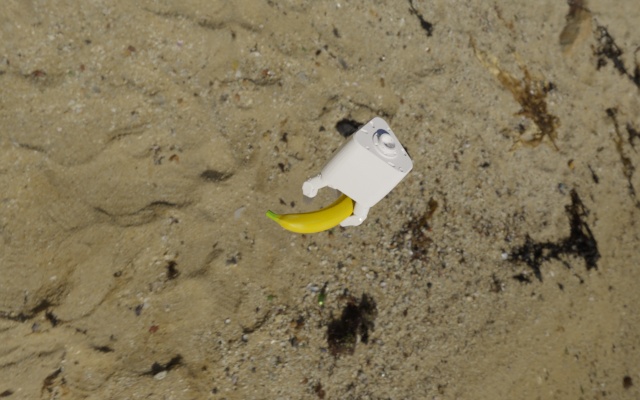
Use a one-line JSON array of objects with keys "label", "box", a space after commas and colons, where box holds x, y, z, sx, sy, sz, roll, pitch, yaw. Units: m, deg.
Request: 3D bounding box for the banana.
[{"label": "banana", "box": [0.006, 0.019, 0.845, 0.198, 0.069, 0.037, -15, -25, -32]}]
